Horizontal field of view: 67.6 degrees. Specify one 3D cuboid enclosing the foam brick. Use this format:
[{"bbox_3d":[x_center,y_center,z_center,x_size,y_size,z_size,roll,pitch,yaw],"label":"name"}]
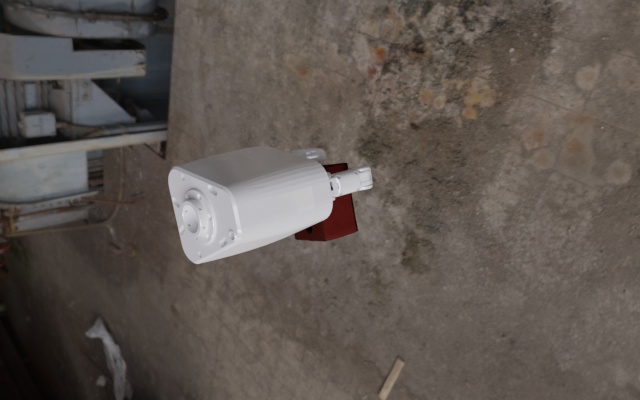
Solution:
[{"bbox_3d":[0.000,0.002,0.519,0.051,0.078,0.053,-17,11,-42],"label":"foam brick"}]
